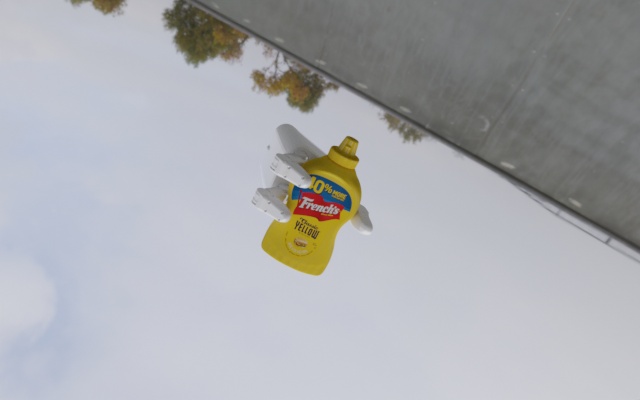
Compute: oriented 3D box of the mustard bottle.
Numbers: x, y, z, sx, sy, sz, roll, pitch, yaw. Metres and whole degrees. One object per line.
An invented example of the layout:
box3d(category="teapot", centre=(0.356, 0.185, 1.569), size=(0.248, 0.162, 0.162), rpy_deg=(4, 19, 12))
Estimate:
box3d(category="mustard bottle", centre=(0.000, 0.002, 0.635), size=(0.096, 0.192, 0.058), rpy_deg=(27, 20, 0))
